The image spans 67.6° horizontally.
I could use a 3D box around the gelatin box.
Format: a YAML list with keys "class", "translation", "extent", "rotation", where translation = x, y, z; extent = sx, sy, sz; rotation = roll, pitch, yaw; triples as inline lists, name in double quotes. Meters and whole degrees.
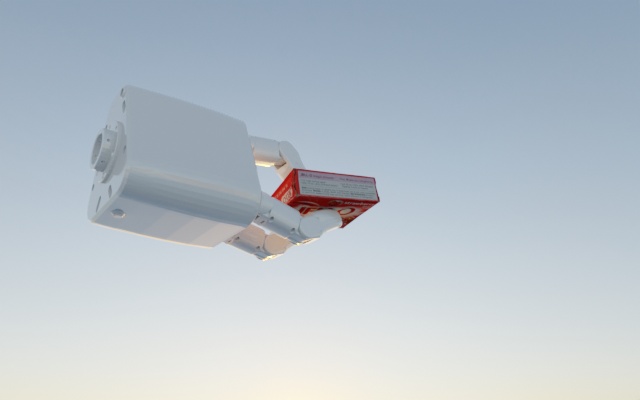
- class: "gelatin box"
  translation: [0.000, 0.001, 0.462]
  extent: [0.089, 0.030, 0.073]
  rotation: [4, -25, -27]
